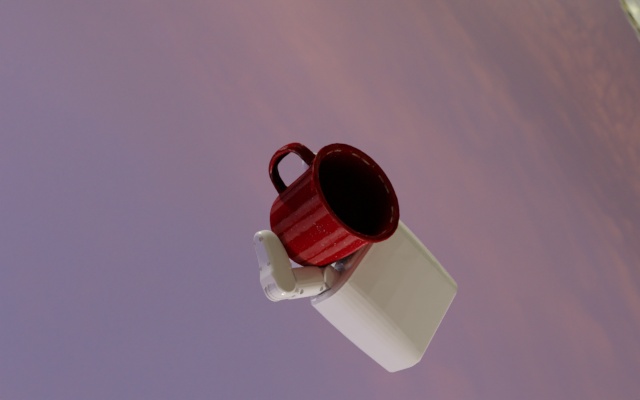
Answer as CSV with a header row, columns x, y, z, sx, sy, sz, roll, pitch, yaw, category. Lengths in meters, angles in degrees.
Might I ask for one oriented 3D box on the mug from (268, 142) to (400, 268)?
x,y,z,sx,sy,sz,roll,pitch,yaw,category
-0.001,0.000,0.420,0.081,0.117,0.093,-37,10,42,mug
